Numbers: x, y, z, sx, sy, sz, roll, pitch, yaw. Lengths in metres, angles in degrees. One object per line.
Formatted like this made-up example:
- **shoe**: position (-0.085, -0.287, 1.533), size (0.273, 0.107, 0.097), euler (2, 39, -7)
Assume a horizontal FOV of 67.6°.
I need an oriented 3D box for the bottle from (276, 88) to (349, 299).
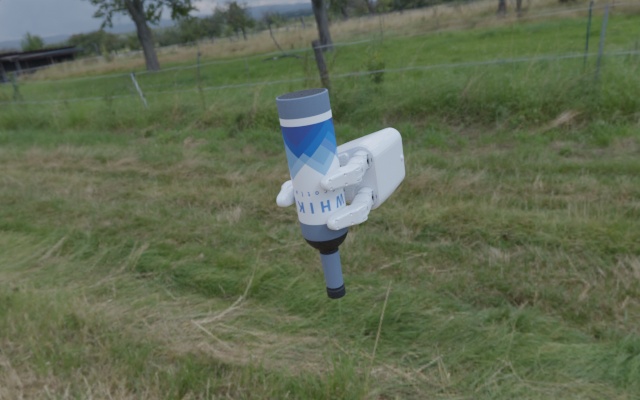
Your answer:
- **bottle**: position (0.000, 0.002, 0.650), size (0.069, 0.296, 0.069), euler (-9, 21, 3)
